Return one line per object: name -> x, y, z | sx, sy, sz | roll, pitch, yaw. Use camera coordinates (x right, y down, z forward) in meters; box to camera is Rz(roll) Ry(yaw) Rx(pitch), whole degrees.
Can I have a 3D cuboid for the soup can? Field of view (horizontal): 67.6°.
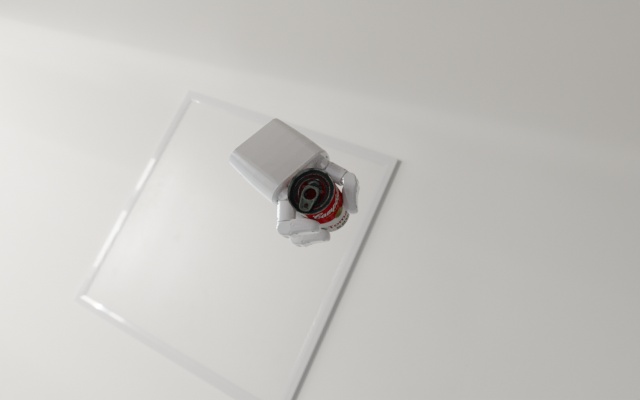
soup can -> 0.001, 0.003, 0.692 | 0.068, 0.068, 0.102 | 0, -18, 17
